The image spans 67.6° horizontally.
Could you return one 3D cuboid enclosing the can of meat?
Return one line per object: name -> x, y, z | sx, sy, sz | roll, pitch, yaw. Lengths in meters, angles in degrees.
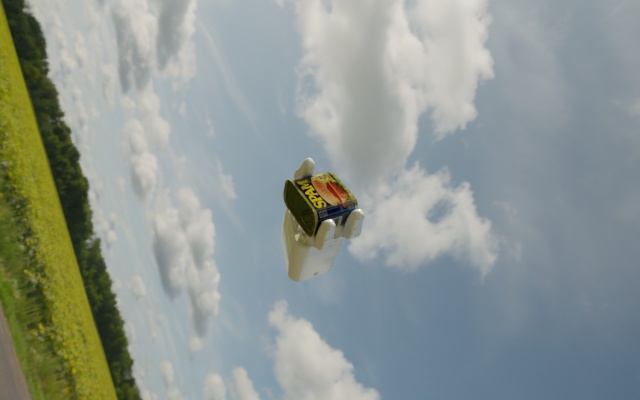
can of meat -> 0.000, 0.002, 0.781 | 0.084, 0.057, 0.102 | -15, 48, -28
